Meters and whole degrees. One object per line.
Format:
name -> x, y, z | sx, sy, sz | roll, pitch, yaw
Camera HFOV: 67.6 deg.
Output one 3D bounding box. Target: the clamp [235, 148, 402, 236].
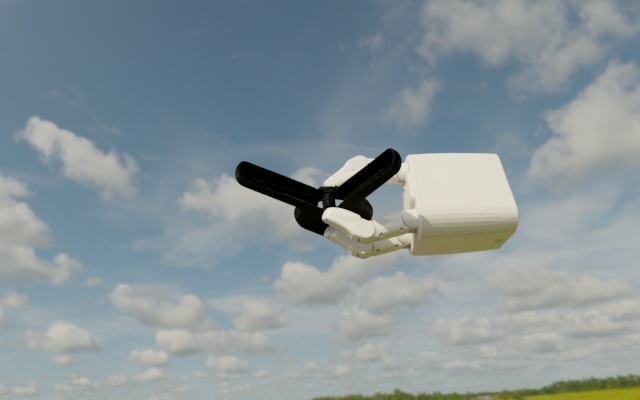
clamp -> 0.000, 0.001, 0.546 | 0.164, 0.036, 0.210 | -1, -24, 3
